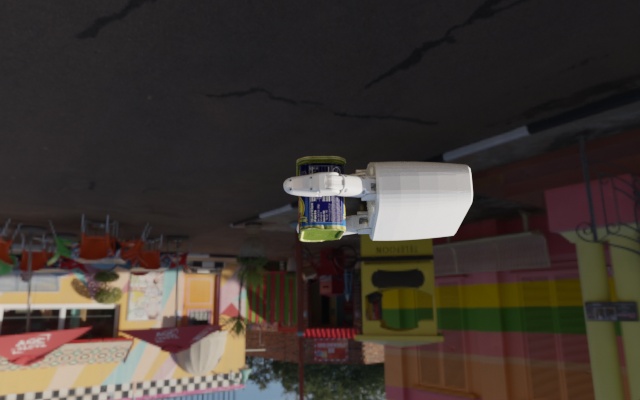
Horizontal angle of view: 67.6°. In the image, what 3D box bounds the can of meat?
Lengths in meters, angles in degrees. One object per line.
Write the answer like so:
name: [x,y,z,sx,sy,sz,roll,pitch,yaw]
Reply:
can of meat: [0.000,0.002,0.573,0.057,0.084,0.102,-1,-13,-4]
